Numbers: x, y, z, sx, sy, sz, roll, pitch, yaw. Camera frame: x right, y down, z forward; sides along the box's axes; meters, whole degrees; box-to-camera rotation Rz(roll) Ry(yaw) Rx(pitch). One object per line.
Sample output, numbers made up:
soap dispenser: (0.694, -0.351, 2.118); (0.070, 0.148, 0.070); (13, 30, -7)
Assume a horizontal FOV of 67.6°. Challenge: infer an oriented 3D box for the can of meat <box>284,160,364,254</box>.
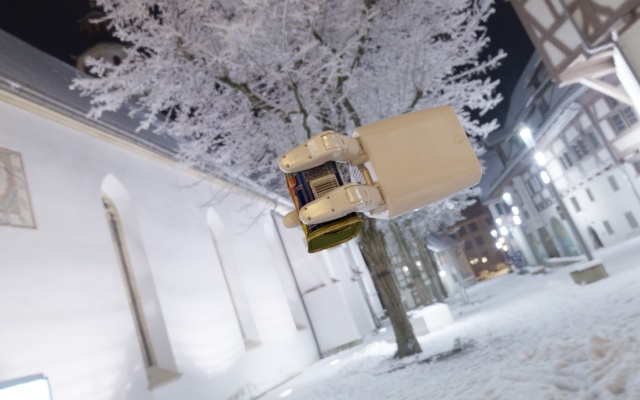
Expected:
can of meat: (0.000, 0.001, 0.498); (0.057, 0.084, 0.102); (-19, -14, -6)
